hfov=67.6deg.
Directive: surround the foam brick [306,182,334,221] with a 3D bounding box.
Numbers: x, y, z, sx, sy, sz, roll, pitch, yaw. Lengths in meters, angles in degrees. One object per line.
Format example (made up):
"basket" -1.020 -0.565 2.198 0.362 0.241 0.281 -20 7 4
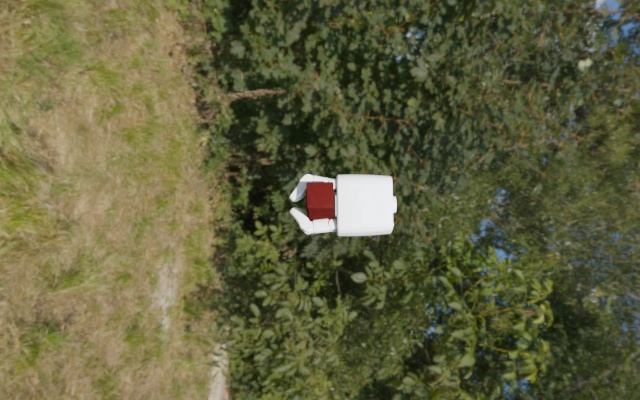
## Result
"foam brick" 0.000 0.003 0.897 0.051 0.053 0.078 -1 -20 1
